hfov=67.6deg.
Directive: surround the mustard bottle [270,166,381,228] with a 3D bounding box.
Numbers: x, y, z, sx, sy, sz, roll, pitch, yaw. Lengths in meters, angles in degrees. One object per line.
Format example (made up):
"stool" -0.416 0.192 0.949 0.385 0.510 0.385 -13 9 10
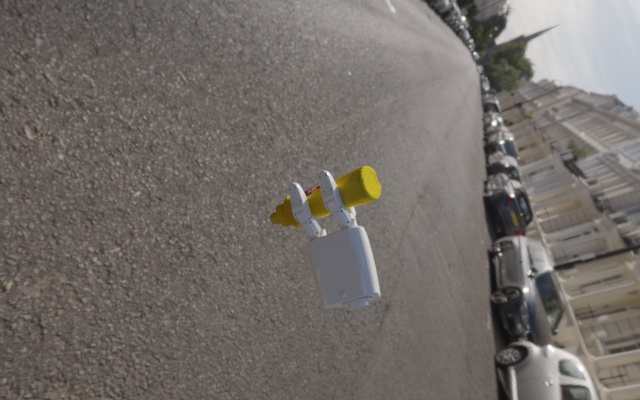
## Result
"mustard bottle" 0.000 0.002 0.790 0.191 0.058 0.096 -21 6 22
